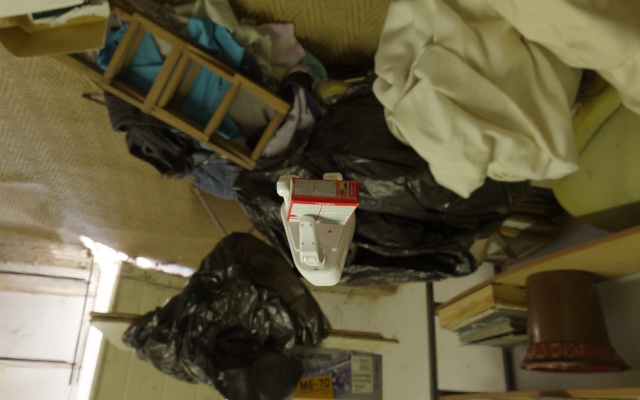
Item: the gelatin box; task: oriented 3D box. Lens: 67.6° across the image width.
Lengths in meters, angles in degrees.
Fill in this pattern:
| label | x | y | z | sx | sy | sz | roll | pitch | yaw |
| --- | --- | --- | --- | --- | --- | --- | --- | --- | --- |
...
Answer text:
| label | x | y | z | sx | sy | sz | roll | pitch | yaw |
| --- | --- | --- | --- | --- | --- | --- | --- | --- | --- |
| gelatin box | 0.000 | 0.002 | 0.543 | 0.073 | 0.030 | 0.089 | 3 | -17 | -6 |
